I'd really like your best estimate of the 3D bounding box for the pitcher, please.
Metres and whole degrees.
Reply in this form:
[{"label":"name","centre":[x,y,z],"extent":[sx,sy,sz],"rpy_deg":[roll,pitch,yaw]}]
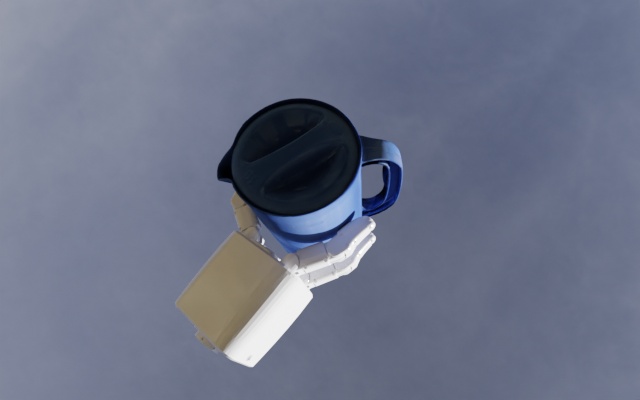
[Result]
[{"label":"pitcher","centre":[0.000,0.002,0.564],"extent":[0.149,0.145,0.243],"rpy_deg":[36,-15,22]}]
